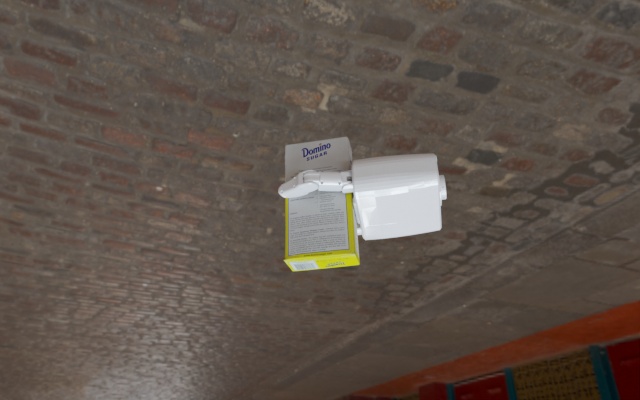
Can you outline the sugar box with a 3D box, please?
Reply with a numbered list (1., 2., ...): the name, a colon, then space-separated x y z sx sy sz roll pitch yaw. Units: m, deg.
1. sugar box: 0.000 0.002 0.643 0.093 0.176 0.048 -6 -30 10
